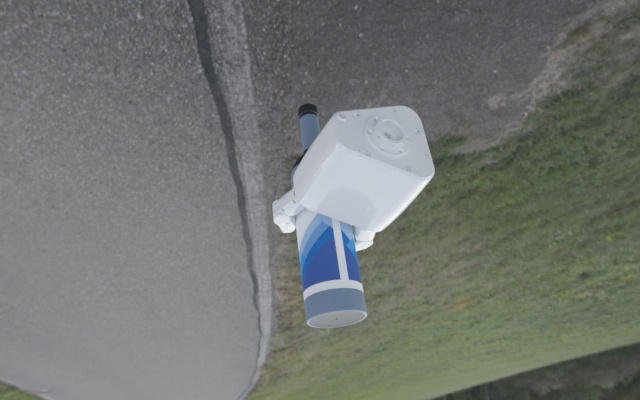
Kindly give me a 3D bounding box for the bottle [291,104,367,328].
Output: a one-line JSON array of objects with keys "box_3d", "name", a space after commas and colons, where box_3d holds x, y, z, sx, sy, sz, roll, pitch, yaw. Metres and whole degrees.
[{"box_3d": [0.000, 0.002, 0.589, 0.069, 0.295, 0.069, -6, -29, -3], "name": "bottle"}]
